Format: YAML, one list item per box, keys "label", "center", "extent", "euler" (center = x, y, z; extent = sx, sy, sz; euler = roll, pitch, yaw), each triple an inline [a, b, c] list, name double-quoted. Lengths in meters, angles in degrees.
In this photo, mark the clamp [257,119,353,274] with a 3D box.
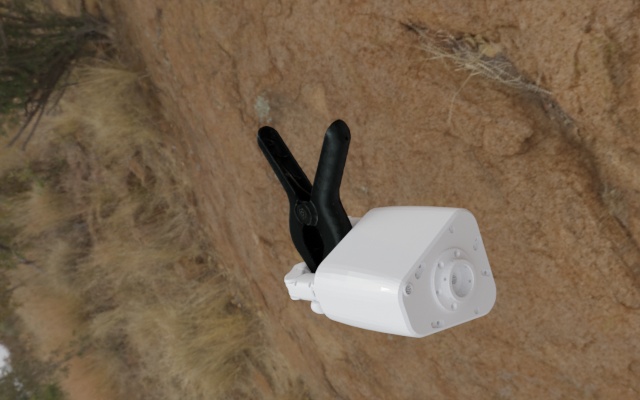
- label: "clamp"
  center: [0.000, 0.002, 0.458]
  extent: [0.039, 0.171, 0.120]
  euler: [-26, 12, -32]
